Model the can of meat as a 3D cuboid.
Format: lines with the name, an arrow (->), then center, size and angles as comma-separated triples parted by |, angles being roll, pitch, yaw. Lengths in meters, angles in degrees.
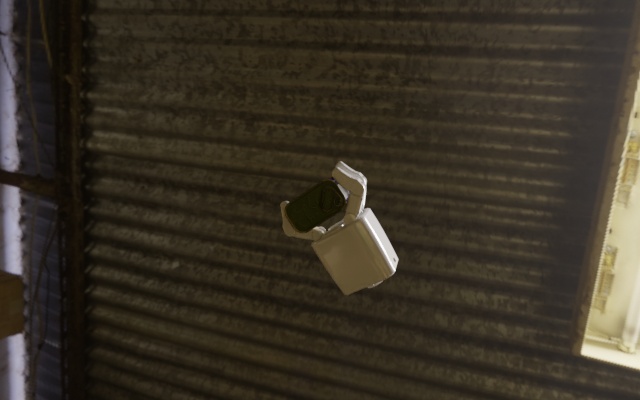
can of meat -> 0.000, 0.003, 0.799 | 0.102, 0.057, 0.084 | -33, 1, 18
